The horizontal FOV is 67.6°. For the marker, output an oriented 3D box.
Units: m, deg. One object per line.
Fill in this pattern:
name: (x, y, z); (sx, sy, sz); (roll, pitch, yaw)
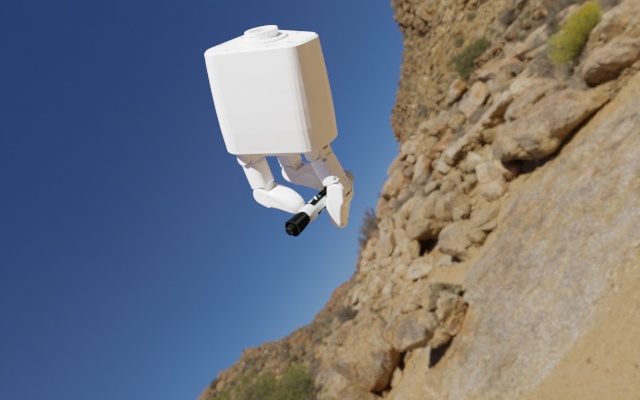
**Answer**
marker: (0.000, 0.002, 0.523); (0.020, 0.020, 0.121); (0, 30, 38)
